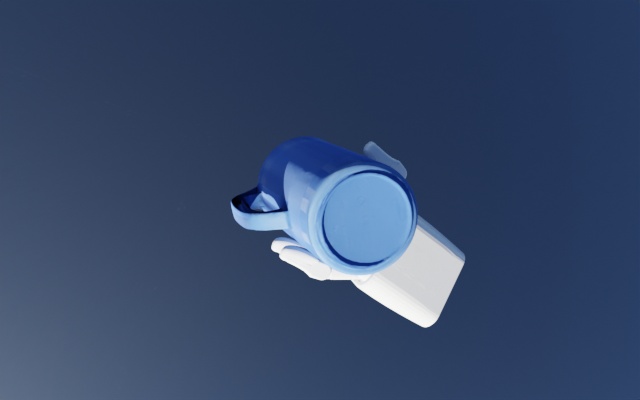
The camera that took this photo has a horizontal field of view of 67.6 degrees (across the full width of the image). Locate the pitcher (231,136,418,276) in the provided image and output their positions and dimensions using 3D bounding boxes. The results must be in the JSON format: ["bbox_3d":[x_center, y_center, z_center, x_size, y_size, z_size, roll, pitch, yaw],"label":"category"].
[{"bbox_3d":[0.000,0.002,0.539,0.145,0.149,0.243,35,-1,-18],"label":"pitcher"}]
